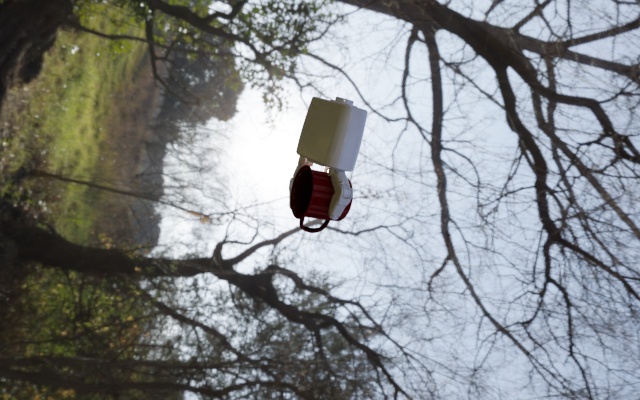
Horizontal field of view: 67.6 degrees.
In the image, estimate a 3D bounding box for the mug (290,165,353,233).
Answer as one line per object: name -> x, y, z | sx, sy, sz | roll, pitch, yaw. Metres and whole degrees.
mug -> 0.000, 0.004, 0.827 | 0.081, 0.117, 0.093 | 9, 14, -26
